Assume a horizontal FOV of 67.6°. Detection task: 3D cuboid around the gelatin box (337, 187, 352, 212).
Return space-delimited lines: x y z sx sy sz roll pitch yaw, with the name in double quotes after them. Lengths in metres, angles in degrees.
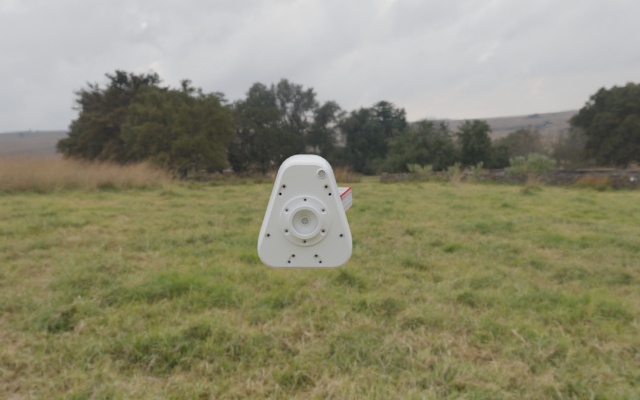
0.000 0.002 0.639 0.073 0.030 0.089 -1 9 12 "gelatin box"
